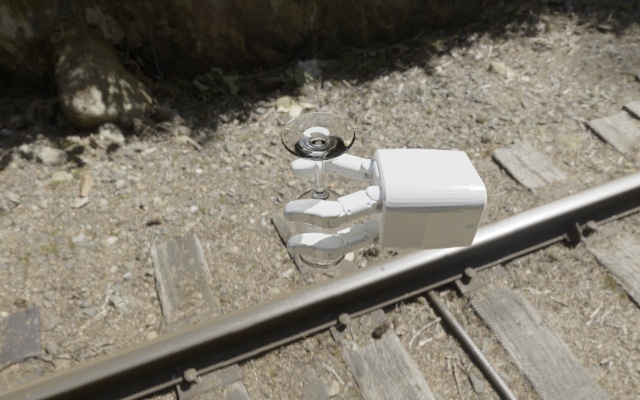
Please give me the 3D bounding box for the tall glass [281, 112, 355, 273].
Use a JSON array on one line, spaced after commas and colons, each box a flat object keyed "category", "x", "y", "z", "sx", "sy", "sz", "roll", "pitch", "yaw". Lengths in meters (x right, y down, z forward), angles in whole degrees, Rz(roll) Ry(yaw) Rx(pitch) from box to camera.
[{"category": "tall glass", "x": 0.000, "y": 0.001, "z": 0.547, "sx": 0.079, "sy": 0.079, "sz": 0.201, "roll": 0, "pitch": -42, "yaw": 1}]
